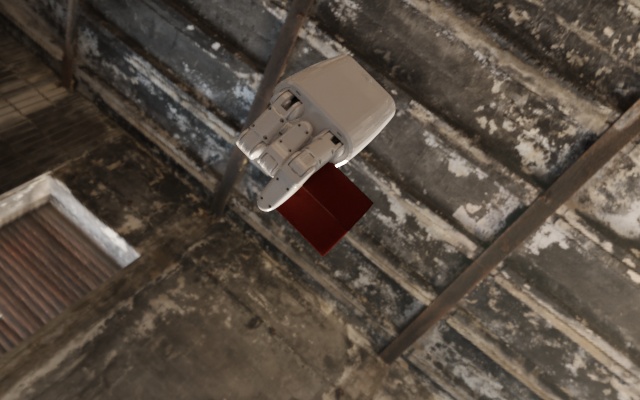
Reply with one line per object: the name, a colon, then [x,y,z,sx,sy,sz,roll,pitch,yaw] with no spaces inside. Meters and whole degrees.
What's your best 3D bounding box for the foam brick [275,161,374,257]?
foam brick: [0.000,0.002,0.454,0.051,0.078,0.053,-42,-3,-44]
